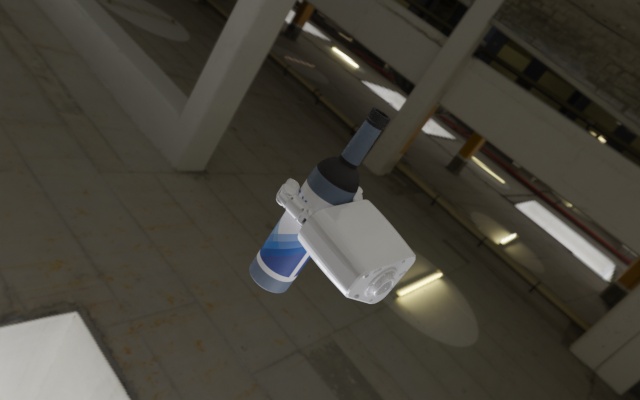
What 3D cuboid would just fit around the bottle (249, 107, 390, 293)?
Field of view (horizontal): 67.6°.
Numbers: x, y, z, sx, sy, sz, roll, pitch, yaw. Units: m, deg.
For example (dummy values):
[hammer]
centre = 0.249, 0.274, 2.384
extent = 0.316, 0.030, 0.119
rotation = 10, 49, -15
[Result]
[bottle]
centre = 0.000, 0.002, 0.657
extent = 0.069, 0.296, 0.069
rotation = 29, 23, -14
